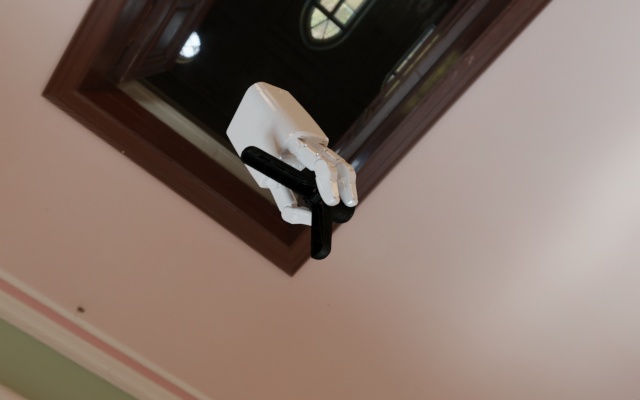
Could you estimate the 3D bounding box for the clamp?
[{"bbox_3d":[0.000,0.002,0.637,0.036,0.164,0.210,-42,-20,24],"label":"clamp"}]
